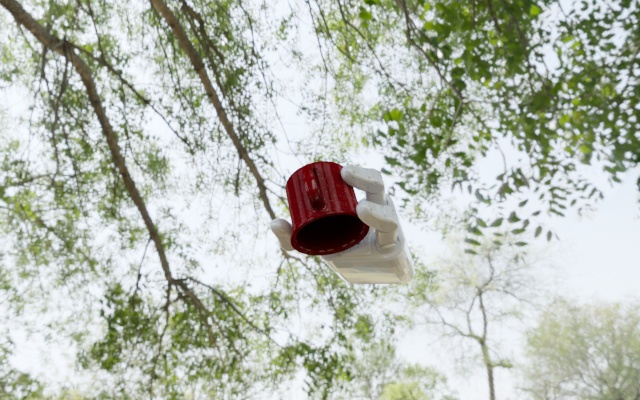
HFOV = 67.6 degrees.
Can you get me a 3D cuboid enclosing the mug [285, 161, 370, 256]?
[{"bbox_3d":[0.000,0.001,0.557,0.093,0.081,0.117,-19,-34,8],"label":"mug"}]
